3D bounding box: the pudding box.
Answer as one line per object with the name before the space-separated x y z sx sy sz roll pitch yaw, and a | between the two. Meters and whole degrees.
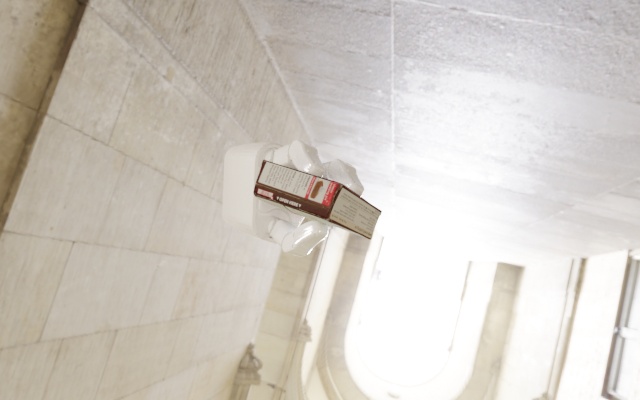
pudding box | 0.000 0.002 0.476 0.090 0.039 0.113 17 -3 28
